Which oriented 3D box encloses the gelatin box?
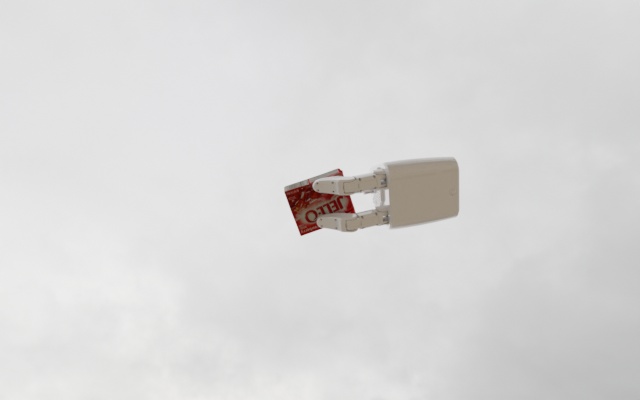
[{"bbox_3d":[0.000,0.002,0.696,0.089,0.073,0.030,-19,20,2],"label":"gelatin box"}]
